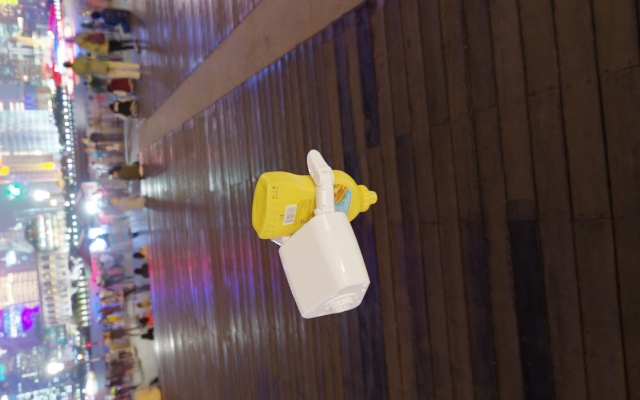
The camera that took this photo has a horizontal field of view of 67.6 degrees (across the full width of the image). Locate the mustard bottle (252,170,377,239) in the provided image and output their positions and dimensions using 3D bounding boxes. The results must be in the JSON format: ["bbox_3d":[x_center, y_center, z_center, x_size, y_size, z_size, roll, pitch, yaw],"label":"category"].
[{"bbox_3d":[0.000,0.002,0.701,0.191,0.096,0.058,-4,34,-28],"label":"mustard bottle"}]
